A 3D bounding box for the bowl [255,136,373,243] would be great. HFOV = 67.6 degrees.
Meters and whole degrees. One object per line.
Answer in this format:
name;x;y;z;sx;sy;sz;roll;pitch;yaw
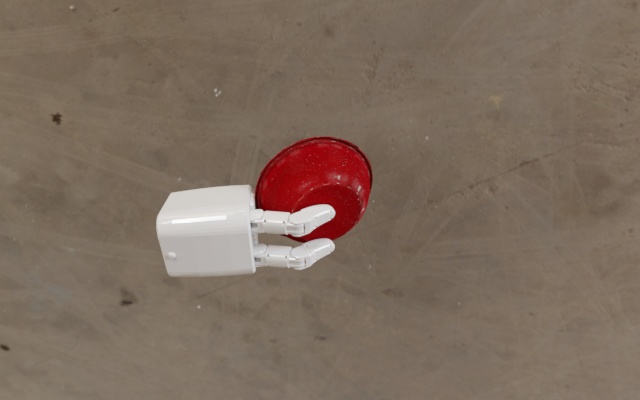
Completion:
bowl;0.001;0.002;0.609;0.162;0.162;0.055;0;35;-20
